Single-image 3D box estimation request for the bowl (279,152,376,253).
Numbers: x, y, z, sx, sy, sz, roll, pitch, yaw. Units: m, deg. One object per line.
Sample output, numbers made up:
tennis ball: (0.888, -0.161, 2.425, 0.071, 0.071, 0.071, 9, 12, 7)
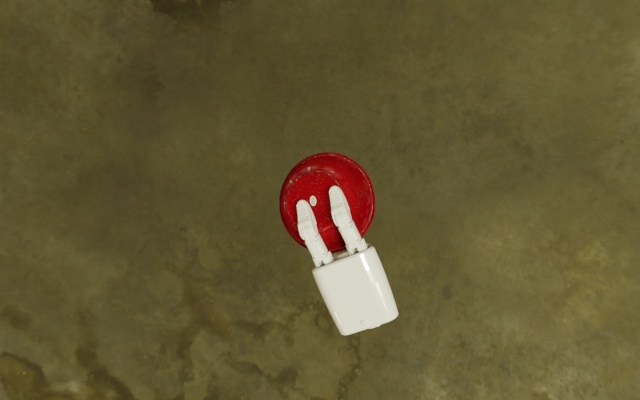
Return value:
bowl: (-0.001, 0.001, 0.734, 0.162, 0.162, 0.055, 0, -2, 20)
